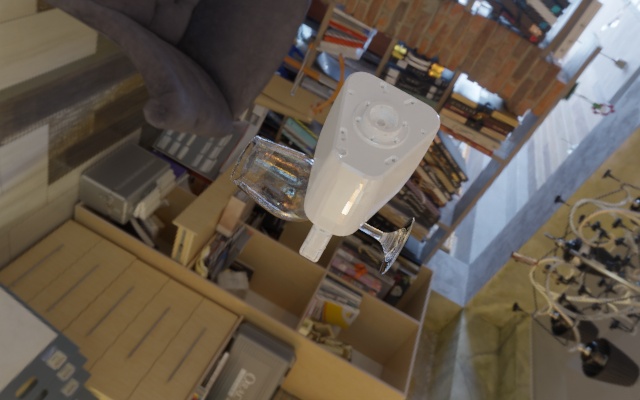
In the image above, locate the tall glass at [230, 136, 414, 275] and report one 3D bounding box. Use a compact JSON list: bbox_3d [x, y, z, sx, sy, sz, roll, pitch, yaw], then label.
[{"bbox_3d":[0.001,0.002,0.540,0.201,0.079,0.079,29,1,3],"label":"tall glass"}]
